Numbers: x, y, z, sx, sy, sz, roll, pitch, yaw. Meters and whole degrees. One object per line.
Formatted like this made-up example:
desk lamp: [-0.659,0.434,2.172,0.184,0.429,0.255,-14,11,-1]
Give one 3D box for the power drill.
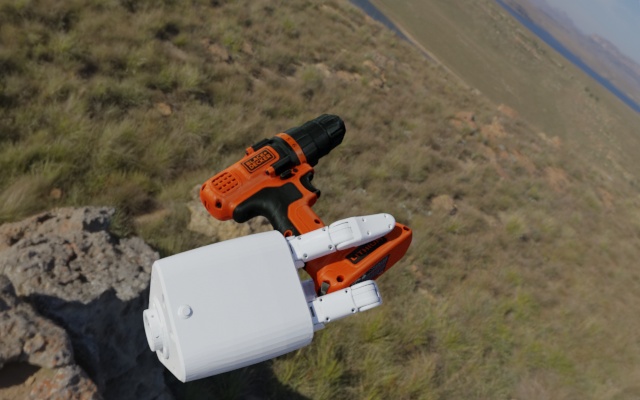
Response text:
power drill: [0.000,0.002,0.486,0.184,0.187,0.057,-36,-28,-23]
